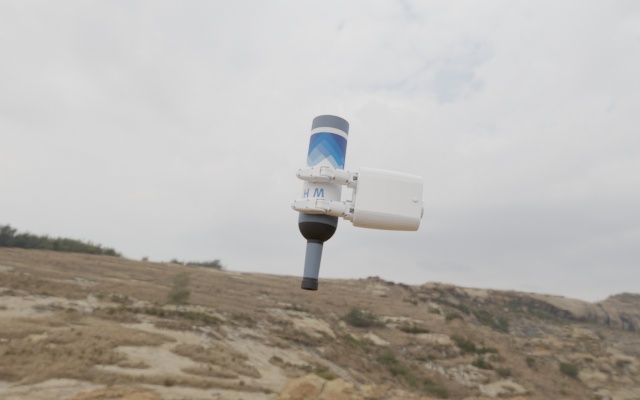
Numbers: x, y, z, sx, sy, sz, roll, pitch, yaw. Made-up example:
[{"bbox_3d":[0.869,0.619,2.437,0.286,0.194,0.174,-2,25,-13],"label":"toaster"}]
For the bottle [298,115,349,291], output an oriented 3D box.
[{"bbox_3d":[0.000,0.002,0.805,0.069,0.295,0.069,7,-16,2],"label":"bottle"}]
